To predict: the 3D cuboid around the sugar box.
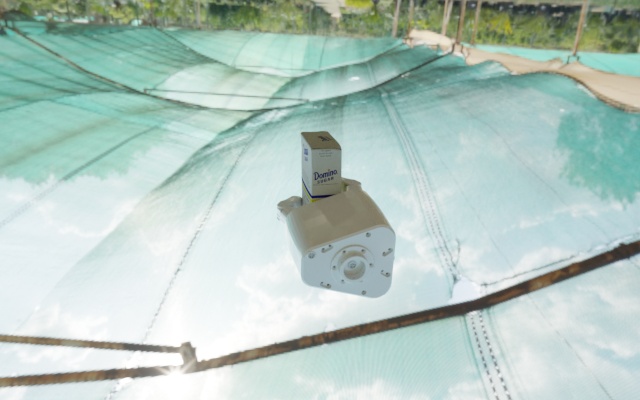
[{"bbox_3d":[0.001,0.002,0.645,0.048,0.176,0.093,-2,22,-11],"label":"sugar box"}]
